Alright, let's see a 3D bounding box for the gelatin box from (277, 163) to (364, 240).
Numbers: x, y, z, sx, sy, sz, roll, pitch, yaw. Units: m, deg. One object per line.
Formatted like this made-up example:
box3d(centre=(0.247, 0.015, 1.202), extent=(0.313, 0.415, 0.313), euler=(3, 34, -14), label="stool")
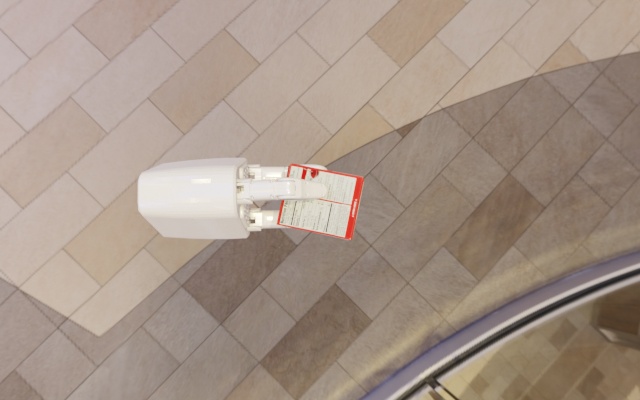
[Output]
box3d(centre=(0.000, 0.002, 0.551), extent=(0.089, 0.073, 0.030), euler=(11, -4, 6), label="gelatin box")
